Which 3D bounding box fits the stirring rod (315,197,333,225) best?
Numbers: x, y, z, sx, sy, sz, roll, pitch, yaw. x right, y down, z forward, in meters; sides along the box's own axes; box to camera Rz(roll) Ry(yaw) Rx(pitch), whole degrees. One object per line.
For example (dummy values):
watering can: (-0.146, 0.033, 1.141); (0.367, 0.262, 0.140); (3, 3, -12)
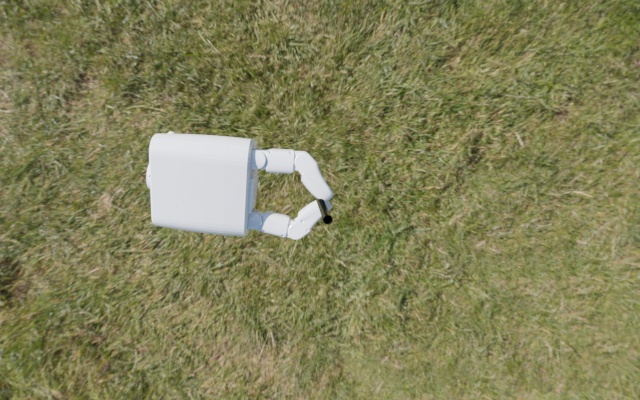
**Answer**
stirring rod: (0.000, 0.002, 0.519); (0.011, 0.011, 0.239); (0, 7, -3)
